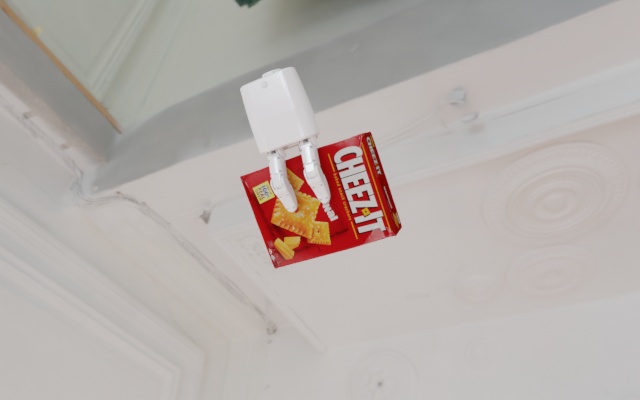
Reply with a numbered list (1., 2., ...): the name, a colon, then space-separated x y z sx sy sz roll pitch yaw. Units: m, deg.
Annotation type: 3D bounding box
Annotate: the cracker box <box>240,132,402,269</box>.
1. cracker box: 0.000 0.002 0.760 0.214 0.164 0.072 -17 5 19
